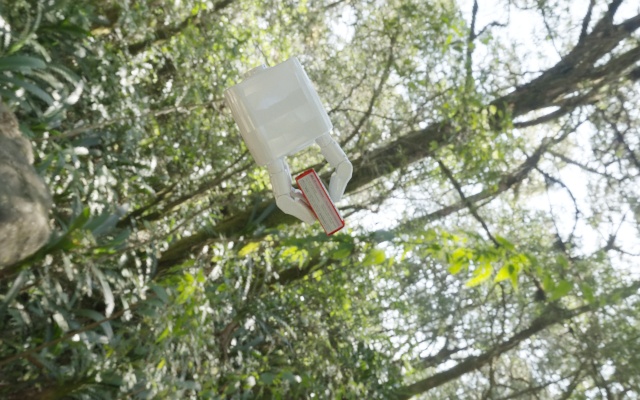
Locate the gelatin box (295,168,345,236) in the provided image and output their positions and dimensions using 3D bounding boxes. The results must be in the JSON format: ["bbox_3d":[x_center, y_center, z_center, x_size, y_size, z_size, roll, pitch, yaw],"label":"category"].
[{"bbox_3d":[0.001,0.002,0.648,0.030,0.089,0.073,-31,-1,3],"label":"gelatin box"}]
